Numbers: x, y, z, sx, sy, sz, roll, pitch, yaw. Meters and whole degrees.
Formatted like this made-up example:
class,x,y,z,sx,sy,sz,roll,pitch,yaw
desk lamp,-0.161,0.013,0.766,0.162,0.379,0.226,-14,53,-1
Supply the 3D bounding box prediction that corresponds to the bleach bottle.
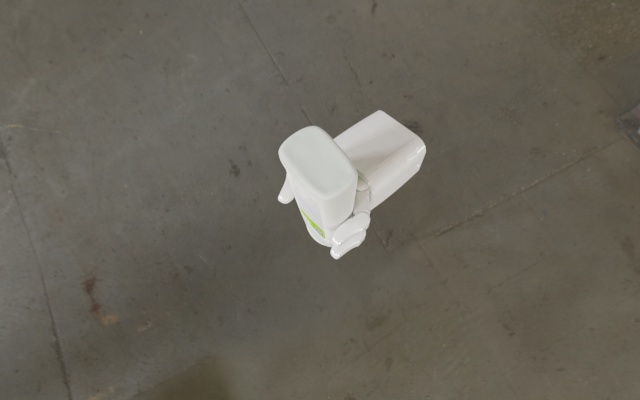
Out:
class,x,y,z,sx,sy,sz,roll,pitch,yaw
bleach bottle,0.000,0.002,0.679,0.068,0.102,0.251,-36,-19,-13
